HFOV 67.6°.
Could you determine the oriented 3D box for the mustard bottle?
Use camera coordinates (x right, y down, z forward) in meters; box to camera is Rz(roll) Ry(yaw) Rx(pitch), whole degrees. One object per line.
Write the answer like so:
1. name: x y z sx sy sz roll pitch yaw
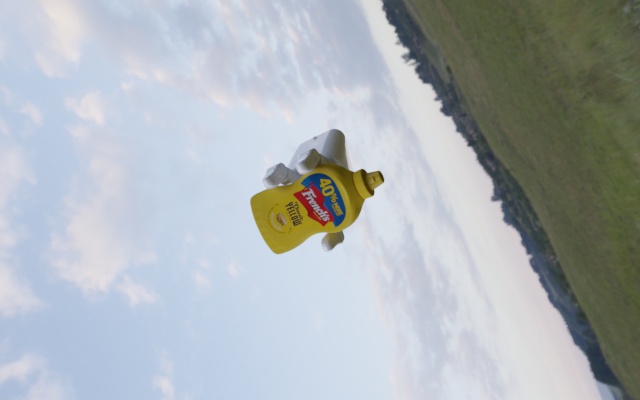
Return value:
1. mustard bottle: 0.000 0.002 0.670 0.191 0.096 0.058 -23 2 22
